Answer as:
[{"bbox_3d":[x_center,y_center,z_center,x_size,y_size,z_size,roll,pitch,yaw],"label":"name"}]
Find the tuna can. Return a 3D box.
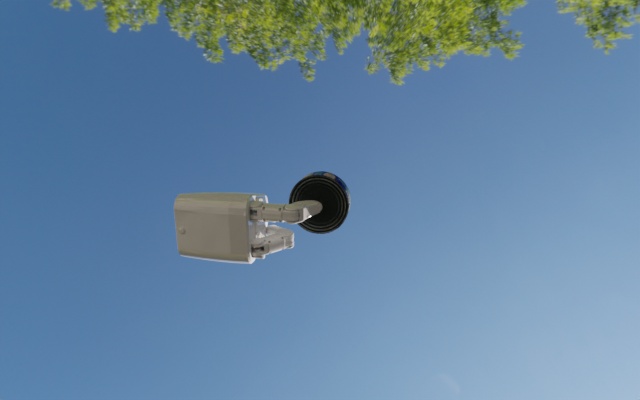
[{"bbox_3d":[0.000,0.002,0.682,0.086,0.086,0.033,0,15,11],"label":"tuna can"}]
